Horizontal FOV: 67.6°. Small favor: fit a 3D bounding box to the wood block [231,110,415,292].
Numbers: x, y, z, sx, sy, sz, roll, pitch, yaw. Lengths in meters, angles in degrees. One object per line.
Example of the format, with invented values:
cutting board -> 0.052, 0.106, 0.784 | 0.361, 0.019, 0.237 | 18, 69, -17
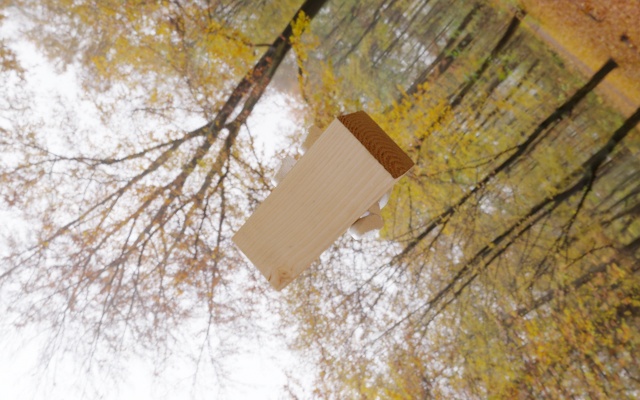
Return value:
wood block -> 0.000, 0.002, 0.566 | 0.206, 0.091, 0.090 | -47, -7, 28
